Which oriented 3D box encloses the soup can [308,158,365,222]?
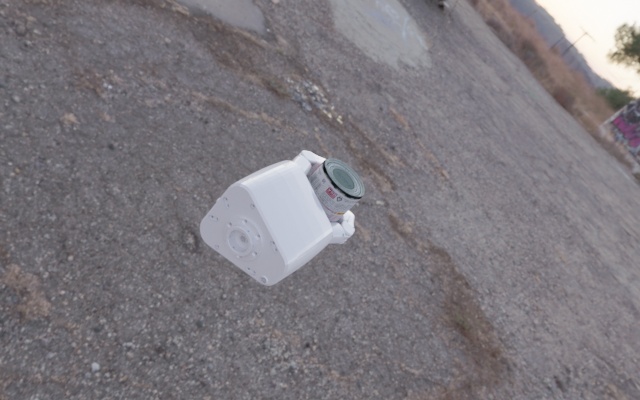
[{"bbox_3d":[0.001,0.002,0.622,0.068,0.068,0.102,0,-39,-51],"label":"soup can"}]
